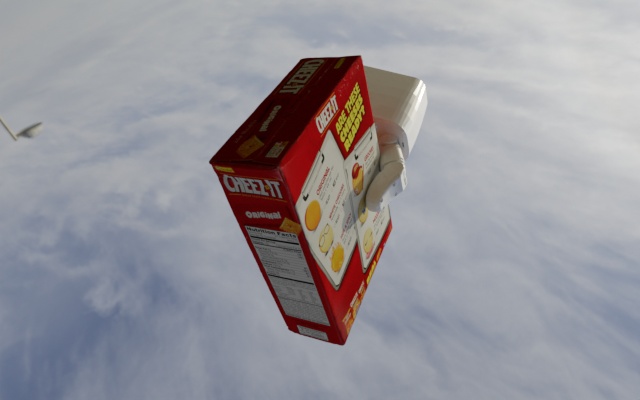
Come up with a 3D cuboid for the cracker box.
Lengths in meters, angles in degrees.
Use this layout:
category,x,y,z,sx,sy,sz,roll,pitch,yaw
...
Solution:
category,x,y,z,sx,sy,sz,roll,pitch,yaw
cracker box,0.000,0.002,0.445,0.072,0.214,0.164,5,44,27
